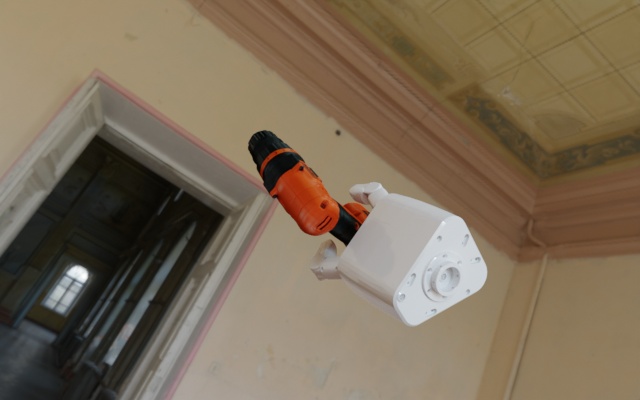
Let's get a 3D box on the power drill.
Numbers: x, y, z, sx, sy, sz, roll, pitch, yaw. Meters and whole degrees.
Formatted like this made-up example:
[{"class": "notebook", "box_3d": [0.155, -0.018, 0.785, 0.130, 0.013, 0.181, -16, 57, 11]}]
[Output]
[{"class": "power drill", "box_3d": [0.001, 0.002, 0.588, 0.188, 0.057, 0.184, 35, 13, -44]}]
